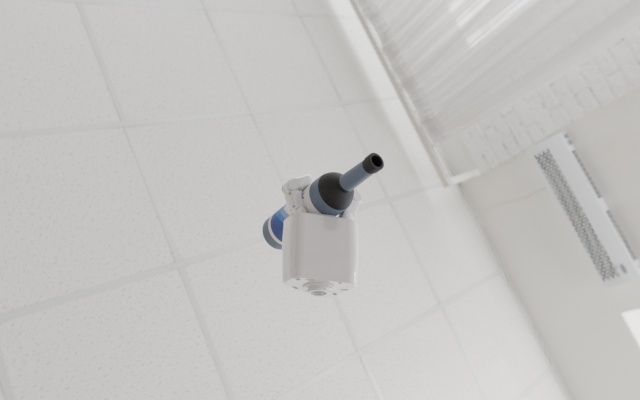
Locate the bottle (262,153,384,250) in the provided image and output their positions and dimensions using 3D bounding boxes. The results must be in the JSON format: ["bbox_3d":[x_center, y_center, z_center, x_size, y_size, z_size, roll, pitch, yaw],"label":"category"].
[{"bbox_3d":[0.000,0.003,0.782,0.069,0.069,0.296,0,-23,-36],"label":"bottle"}]
